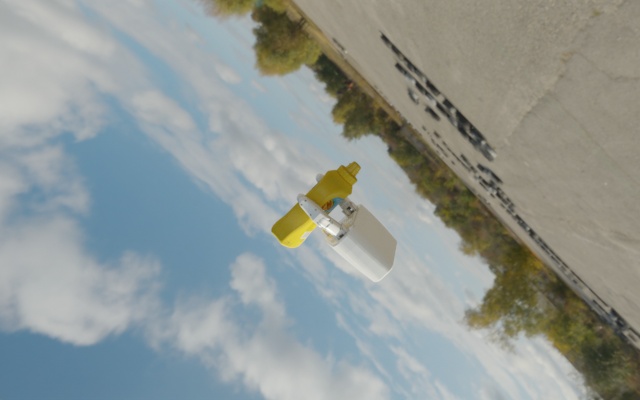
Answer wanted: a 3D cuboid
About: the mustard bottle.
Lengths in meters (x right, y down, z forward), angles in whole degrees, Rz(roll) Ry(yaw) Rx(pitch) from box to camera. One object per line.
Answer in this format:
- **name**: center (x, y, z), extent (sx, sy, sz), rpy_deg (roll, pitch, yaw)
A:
- **mustard bottle**: center (0.000, 0.003, 0.861), extent (0.191, 0.058, 0.096), rpy_deg (-44, -15, 13)
